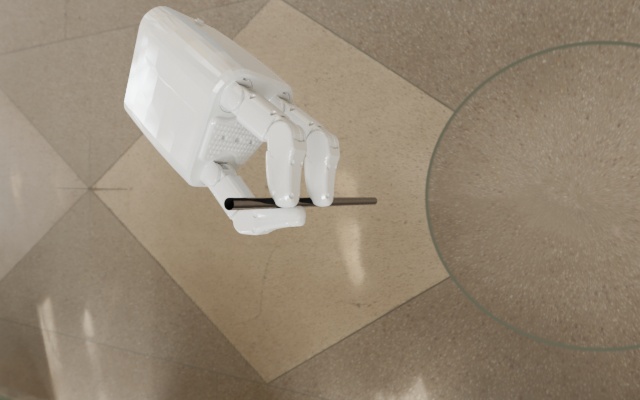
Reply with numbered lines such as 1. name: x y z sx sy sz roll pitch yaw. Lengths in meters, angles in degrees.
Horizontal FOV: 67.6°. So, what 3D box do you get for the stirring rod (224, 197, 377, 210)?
1. stirring rod: 0.000 0.001 0.402 0.011 0.011 0.239 0 0 28
